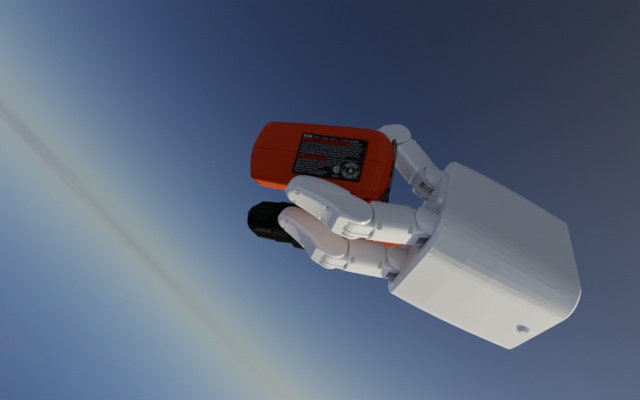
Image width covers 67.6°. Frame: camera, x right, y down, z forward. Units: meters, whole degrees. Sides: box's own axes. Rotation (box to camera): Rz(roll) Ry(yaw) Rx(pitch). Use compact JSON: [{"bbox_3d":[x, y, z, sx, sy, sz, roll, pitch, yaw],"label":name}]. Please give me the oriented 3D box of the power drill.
[{"bbox_3d":[0.000,0.001,0.430,0.184,0.057,0.188,6,-21,13],"label":"power drill"}]
